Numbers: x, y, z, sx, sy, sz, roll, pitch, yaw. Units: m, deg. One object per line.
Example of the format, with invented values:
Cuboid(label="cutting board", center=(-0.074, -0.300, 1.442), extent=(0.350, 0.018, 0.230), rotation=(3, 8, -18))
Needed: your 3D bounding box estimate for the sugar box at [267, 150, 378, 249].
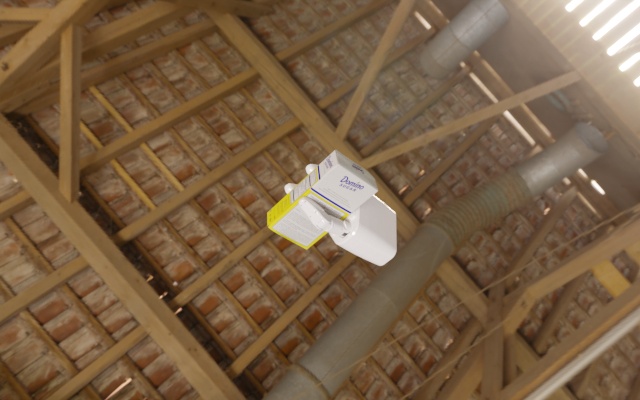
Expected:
Cuboid(label="sugar box", center=(0.000, 0.002, 0.796), extent=(0.093, 0.048, 0.176), rotation=(32, -61, -31))
